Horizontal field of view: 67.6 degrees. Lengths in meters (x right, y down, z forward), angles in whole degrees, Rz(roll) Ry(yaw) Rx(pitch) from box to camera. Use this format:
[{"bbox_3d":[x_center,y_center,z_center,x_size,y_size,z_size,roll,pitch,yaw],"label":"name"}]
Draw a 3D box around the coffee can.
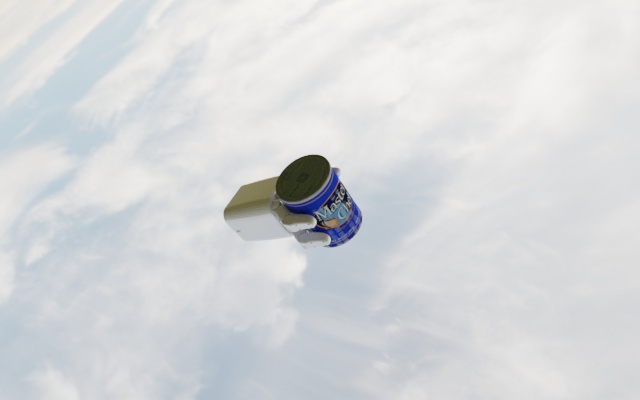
[{"bbox_3d":[0.000,0.003,0.837,0.103,0.102,0.140,0,-37,33],"label":"coffee can"}]
